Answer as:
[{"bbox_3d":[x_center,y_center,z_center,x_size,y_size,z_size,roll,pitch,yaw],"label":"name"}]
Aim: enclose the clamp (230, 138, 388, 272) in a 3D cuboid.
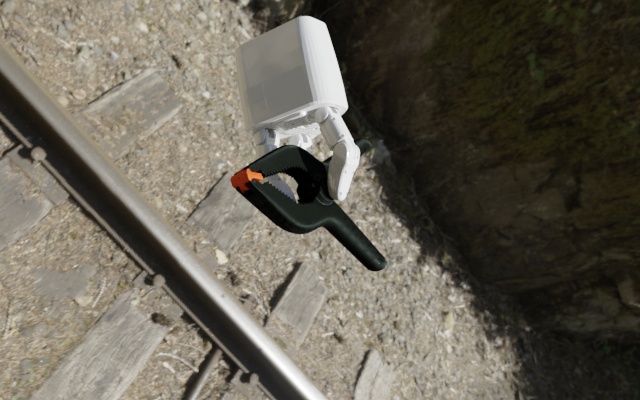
[{"bbox_3d":[0.000,0.001,0.513,0.036,0.164,0.210,-21,-15,41],"label":"clamp"}]
